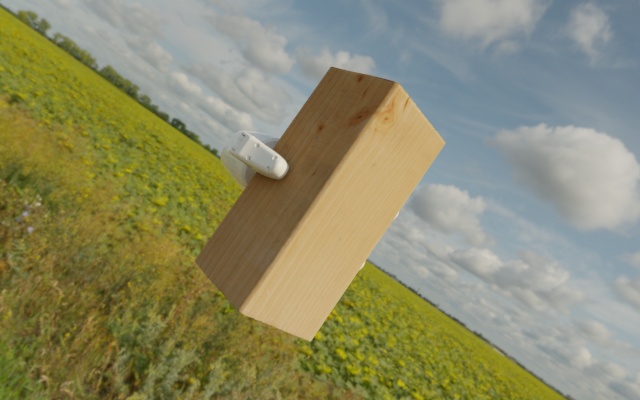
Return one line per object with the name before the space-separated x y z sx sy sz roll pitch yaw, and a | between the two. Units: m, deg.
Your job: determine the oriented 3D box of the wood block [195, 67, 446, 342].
wood block | 0.000 0.001 0.409 0.091 0.206 0.090 37 -3 -42
